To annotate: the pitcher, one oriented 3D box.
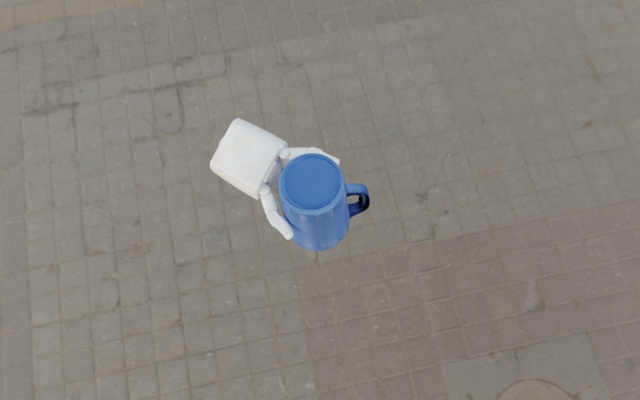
[{"bbox_3d":[0.000,0.003,0.873,0.145,0.149,0.243,32,-13,10],"label":"pitcher"}]
